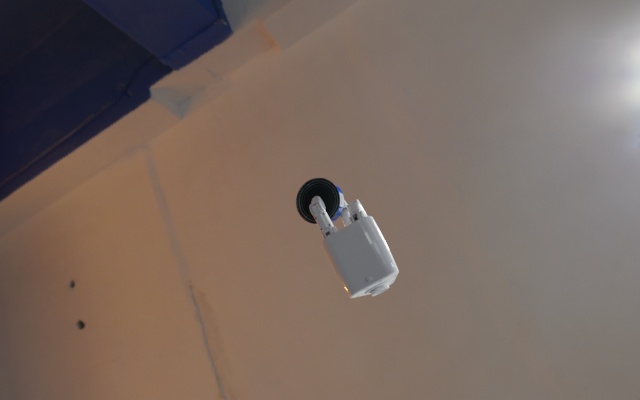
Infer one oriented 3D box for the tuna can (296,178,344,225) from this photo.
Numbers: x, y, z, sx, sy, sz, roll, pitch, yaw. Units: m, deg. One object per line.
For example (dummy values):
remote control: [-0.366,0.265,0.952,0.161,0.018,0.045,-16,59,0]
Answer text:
tuna can: [0.000,0.003,0.887,0.086,0.086,0.034,0,-9,20]
